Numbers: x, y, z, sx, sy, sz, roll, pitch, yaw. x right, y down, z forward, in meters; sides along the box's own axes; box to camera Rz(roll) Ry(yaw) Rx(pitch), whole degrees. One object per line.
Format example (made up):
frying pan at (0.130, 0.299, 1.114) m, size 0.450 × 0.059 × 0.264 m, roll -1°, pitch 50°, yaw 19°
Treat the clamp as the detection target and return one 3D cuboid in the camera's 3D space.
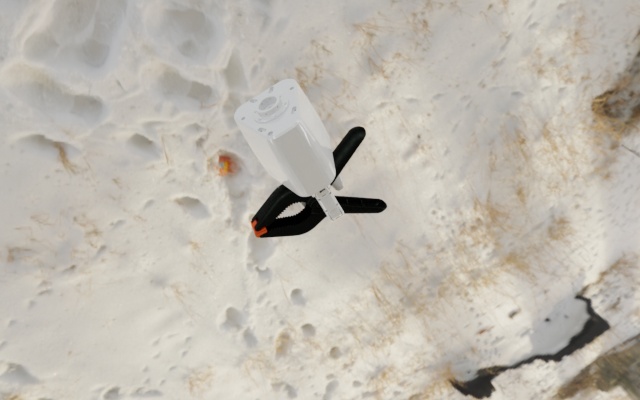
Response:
clamp at (0.000, 0.003, 0.706) m, size 0.210 × 0.165 × 0.036 m, roll -32°, pitch 42°, yaw 1°
